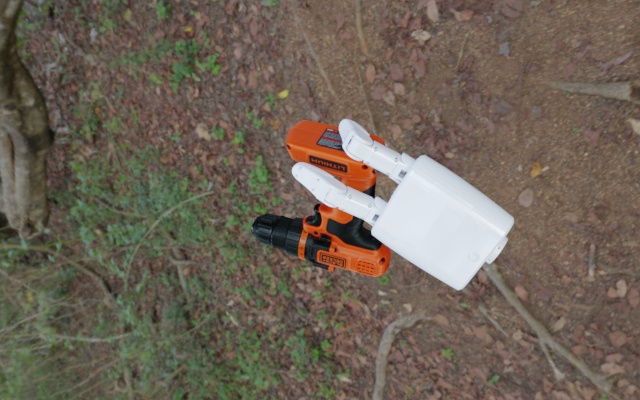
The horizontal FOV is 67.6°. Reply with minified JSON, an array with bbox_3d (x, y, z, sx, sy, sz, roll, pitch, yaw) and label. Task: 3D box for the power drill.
[{"bbox_3d":[0.000,0.002,0.562,0.184,0.188,0.057,13,43,13],"label":"power drill"}]
